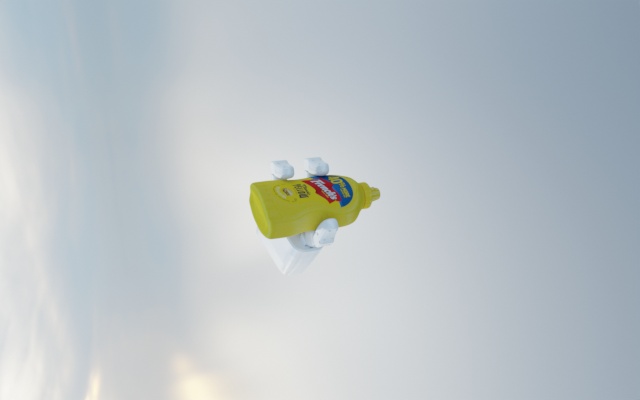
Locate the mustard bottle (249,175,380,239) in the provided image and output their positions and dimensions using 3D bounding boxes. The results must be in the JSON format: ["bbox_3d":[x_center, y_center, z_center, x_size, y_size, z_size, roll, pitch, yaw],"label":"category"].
[{"bbox_3d":[0.000,0.002,0.692,0.191,0.058,0.096,-8,38,-23],"label":"mustard bottle"}]
